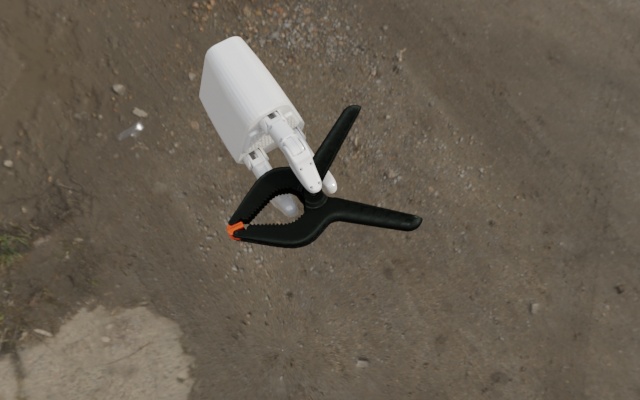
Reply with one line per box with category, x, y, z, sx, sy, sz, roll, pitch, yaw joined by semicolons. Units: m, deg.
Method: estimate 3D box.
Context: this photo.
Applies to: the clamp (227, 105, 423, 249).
clamp;0.000;0.002;0.533;0.210;0.164;0.036;-31;-13;-13
